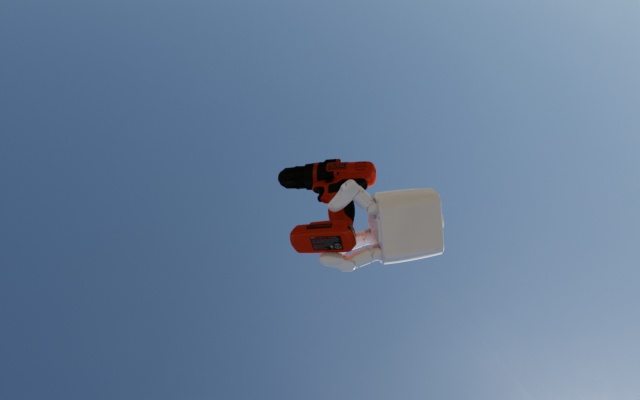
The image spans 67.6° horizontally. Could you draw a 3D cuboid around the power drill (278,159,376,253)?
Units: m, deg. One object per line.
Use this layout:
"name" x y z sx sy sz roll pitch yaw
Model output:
"power drill" 0.000 0.003 0.831 0.184 0.187 0.057 -4 -43 16
